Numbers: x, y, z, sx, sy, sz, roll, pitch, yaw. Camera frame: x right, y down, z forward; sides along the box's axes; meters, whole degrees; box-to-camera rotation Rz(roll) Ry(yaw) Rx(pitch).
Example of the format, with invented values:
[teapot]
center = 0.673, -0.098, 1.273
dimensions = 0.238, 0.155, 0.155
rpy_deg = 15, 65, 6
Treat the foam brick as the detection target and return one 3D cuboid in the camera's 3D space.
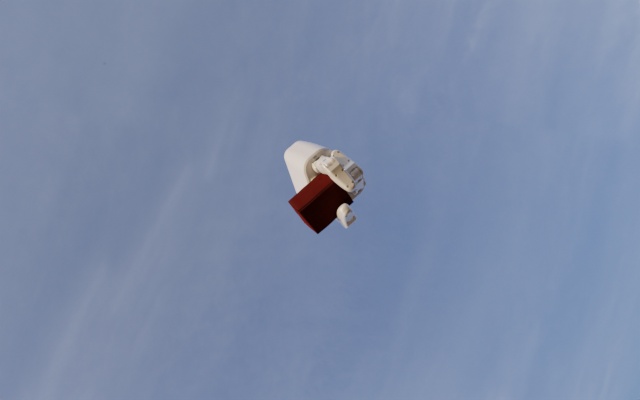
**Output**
[foam brick]
center = 0.000, 0.003, 0.732
dimensions = 0.078, 0.053, 0.051
rpy_deg = -41, 29, -8
